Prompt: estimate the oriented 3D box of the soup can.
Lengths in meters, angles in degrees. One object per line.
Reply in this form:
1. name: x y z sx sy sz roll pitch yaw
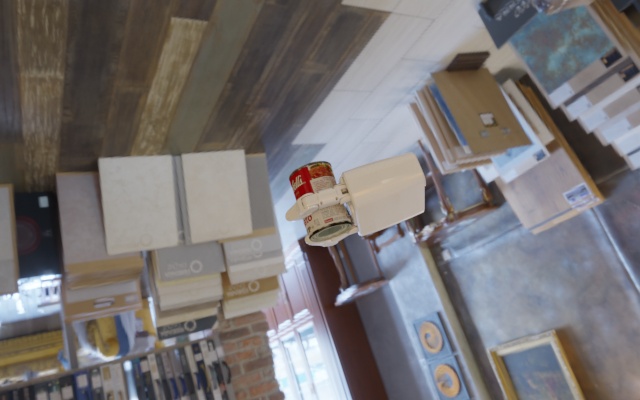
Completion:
1. soup can: 0.000 0.003 0.705 0.068 0.102 0.068 -17 -19 -6
